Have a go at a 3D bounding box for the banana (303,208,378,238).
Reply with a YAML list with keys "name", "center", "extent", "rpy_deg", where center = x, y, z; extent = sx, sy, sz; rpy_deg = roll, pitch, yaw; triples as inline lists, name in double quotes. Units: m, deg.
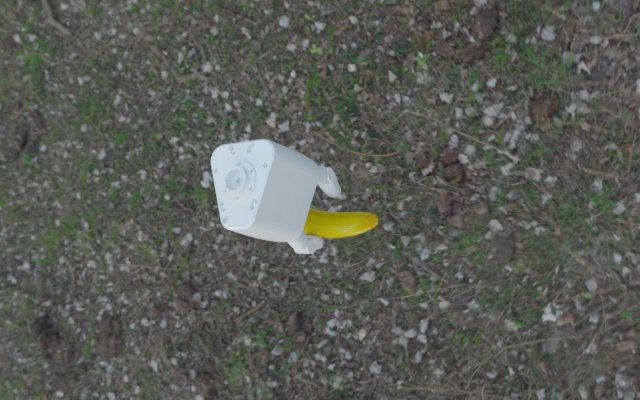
- name: "banana"
  center: [-0.011, 0.018, 0.706]
  extent: [0.197, 0.069, 0.037]
  rpy_deg: [24, -7, 31]
